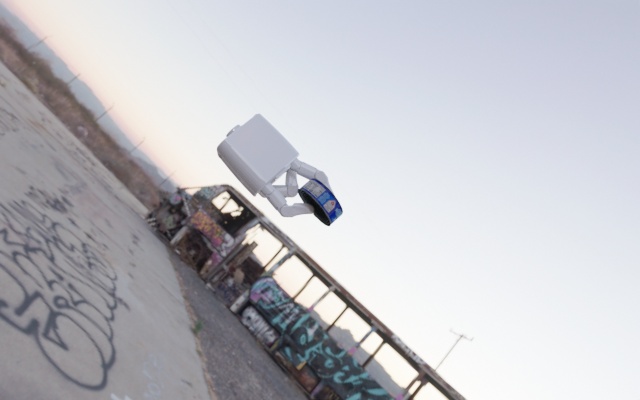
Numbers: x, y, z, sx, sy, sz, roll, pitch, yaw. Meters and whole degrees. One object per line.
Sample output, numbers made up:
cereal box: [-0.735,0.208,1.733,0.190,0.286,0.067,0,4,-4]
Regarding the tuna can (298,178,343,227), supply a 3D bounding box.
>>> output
tuna can: [0.001,0.002,0.840,0.033,0.086,0.086,-41,11,-14]
